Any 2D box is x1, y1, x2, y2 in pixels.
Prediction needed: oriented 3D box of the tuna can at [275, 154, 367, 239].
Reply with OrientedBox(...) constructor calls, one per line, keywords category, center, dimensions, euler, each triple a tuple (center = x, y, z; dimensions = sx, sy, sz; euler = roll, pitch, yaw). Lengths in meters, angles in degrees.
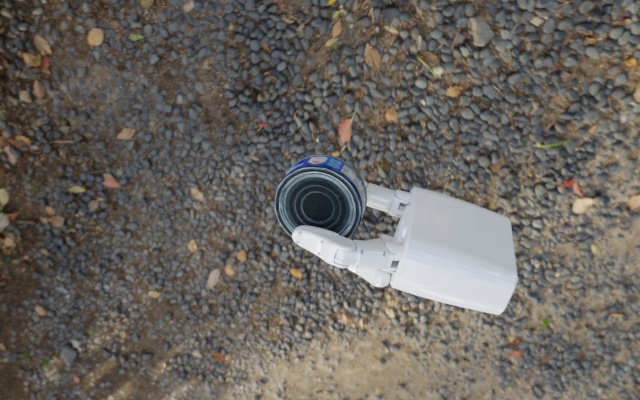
OrientedBox(category="tuna can", center=(0.000, 0.002, 0.456), dimensions=(0.086, 0.086, 0.033), euler=(0, 23, 14))
